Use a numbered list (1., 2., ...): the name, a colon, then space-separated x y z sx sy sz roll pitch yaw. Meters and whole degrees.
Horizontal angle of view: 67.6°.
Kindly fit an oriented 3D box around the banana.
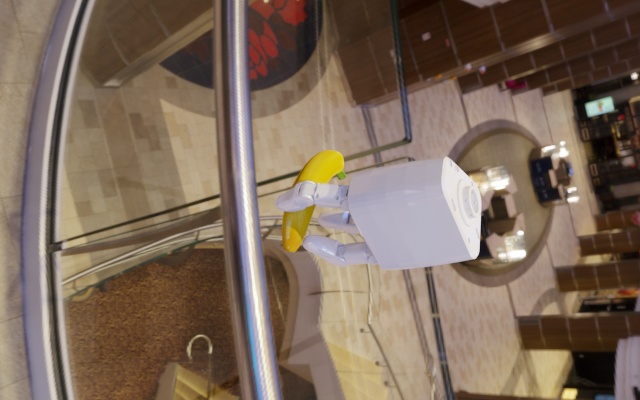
1. banana: -0.005 -0.016 0.611 0.037 0.070 0.197 -8 26 31
